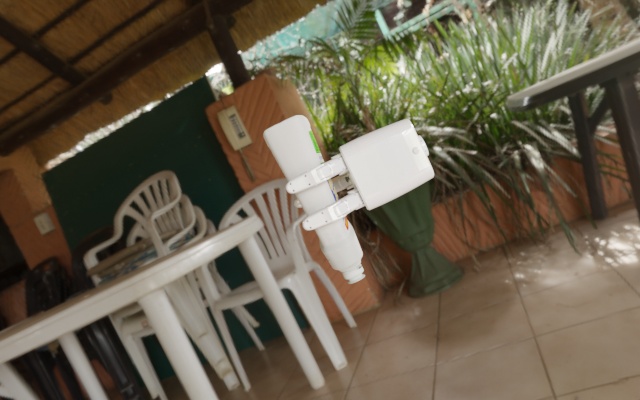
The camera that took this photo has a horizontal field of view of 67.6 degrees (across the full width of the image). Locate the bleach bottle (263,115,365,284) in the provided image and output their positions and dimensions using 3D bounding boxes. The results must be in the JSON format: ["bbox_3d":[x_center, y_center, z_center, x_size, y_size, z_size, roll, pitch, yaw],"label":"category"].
[{"bbox_3d":[0.000,0.002,0.704,0.068,0.251,0.102,-25,3,6],"label":"bleach bottle"}]
